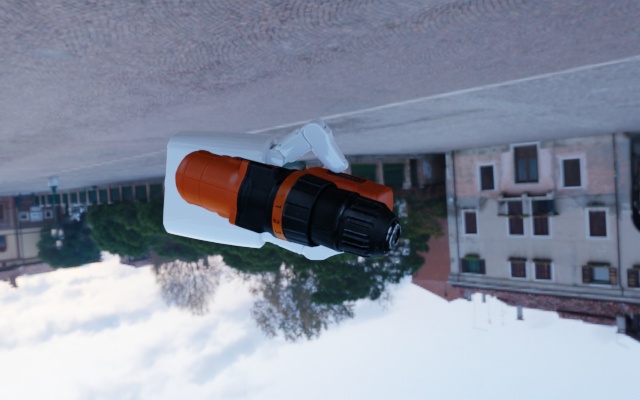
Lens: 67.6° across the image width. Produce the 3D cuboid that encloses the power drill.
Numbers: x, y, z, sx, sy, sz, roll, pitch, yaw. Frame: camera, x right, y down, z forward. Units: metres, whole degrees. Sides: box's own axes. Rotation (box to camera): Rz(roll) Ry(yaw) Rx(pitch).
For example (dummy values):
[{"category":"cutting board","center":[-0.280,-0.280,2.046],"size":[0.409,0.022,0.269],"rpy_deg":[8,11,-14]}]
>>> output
[{"category":"power drill","center":[0.000,0.001,0.413],"size":[0.184,0.057,0.187],"rpy_deg":[18,5,25]}]
